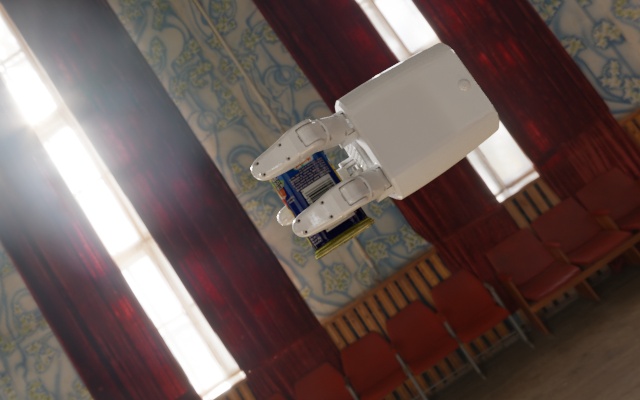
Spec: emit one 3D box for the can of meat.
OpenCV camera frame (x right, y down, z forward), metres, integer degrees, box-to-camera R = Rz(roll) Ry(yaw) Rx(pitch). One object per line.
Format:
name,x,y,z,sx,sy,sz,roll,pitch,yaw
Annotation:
can of meat,0.000,0.001,0.423,0.057,0.084,0.102,-33,-6,-1
